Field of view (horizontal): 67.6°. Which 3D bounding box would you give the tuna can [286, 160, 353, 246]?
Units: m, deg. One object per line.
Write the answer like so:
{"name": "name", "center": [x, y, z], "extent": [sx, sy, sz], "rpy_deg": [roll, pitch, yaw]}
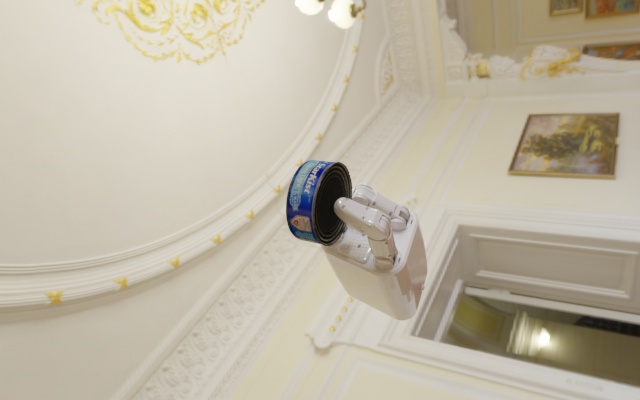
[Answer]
{"name": "tuna can", "center": [0.000, 0.001, 0.489], "extent": [0.034, 0.086, 0.086], "rpy_deg": [9, 4, 27]}
